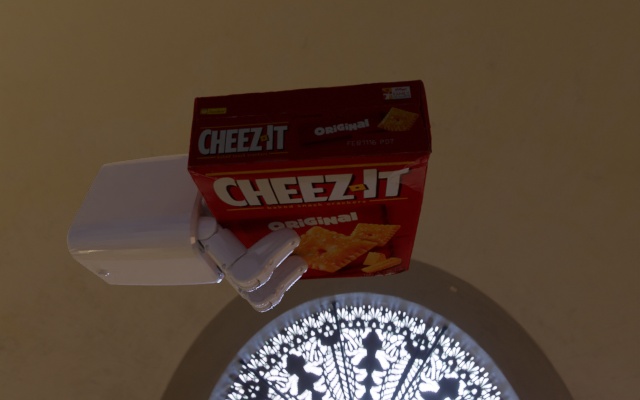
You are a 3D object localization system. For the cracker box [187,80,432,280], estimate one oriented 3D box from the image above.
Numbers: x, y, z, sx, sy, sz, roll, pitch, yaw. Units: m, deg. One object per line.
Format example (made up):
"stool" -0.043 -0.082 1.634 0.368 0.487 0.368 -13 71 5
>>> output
"cracker box" 0.000 0.001 0.410 0.164 0.072 0.214 -4 -29 3
